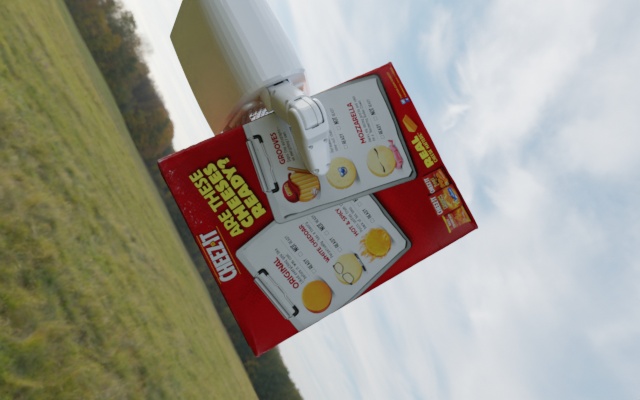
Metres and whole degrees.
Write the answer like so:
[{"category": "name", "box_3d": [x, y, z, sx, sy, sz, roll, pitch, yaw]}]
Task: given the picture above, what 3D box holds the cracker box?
[{"category": "cracker box", "box_3d": [0.000, 0.001, 0.406, 0.213, 0.164, 0.072, -27, -2, -16]}]
